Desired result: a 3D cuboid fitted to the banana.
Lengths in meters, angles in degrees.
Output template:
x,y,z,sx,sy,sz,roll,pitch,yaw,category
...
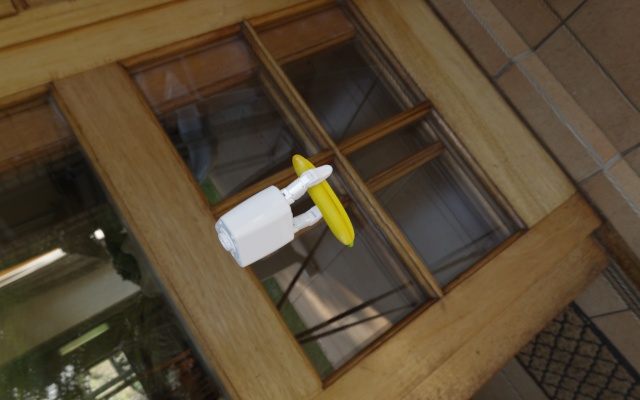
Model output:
x,y,z,sx,sy,sz,roll,pitch,yaw,category
0.008,0.005,0.841,0.037,0.198,0.069,-33,8,-17,banana
